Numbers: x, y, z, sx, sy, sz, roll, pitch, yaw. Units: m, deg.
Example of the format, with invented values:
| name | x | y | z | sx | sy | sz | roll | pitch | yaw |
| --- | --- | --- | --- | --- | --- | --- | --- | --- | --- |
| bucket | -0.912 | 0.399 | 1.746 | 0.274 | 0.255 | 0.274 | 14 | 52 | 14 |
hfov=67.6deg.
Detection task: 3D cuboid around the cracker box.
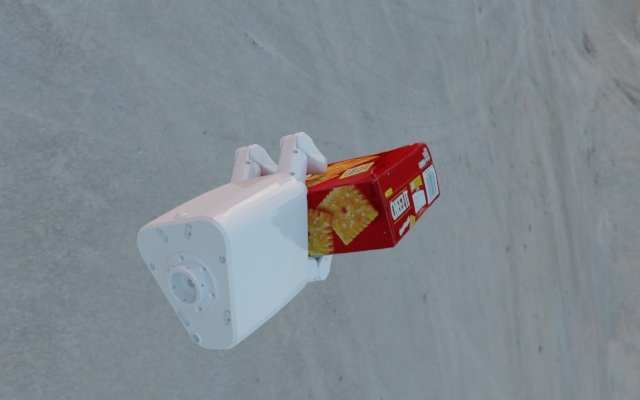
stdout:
| name | x | y | z | sx | sy | sz | roll | pitch | yaw |
| --- | --- | --- | --- | --- | --- | --- | --- | --- | --- |
| cracker box | 0.000 | 0.002 | 0.510 | 0.214 | 0.072 | 0.164 | -9 | 12 | 30 |
